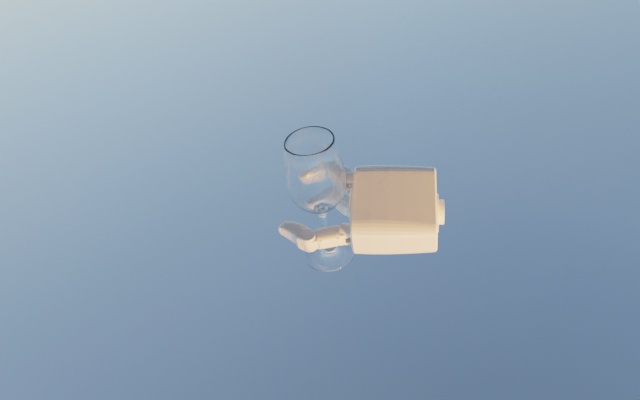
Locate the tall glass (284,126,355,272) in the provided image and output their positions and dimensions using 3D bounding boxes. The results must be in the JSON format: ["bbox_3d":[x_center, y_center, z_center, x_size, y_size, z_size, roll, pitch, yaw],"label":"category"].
[{"bbox_3d":[0.000,0.003,0.632,0.079,0.201,0.079,-6,42,6],"label":"tall glass"}]
